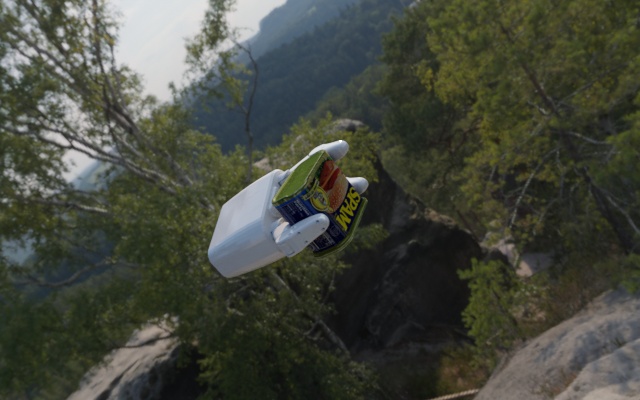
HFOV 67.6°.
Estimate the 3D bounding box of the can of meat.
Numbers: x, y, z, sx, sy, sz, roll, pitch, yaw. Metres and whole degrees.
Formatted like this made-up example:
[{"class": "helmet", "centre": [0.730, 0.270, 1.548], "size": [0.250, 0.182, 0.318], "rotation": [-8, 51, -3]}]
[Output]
[{"class": "can of meat", "centre": [0.000, 0.002, 0.547], "size": [0.057, 0.084, 0.102], "rotation": [-27, 21, 34]}]
